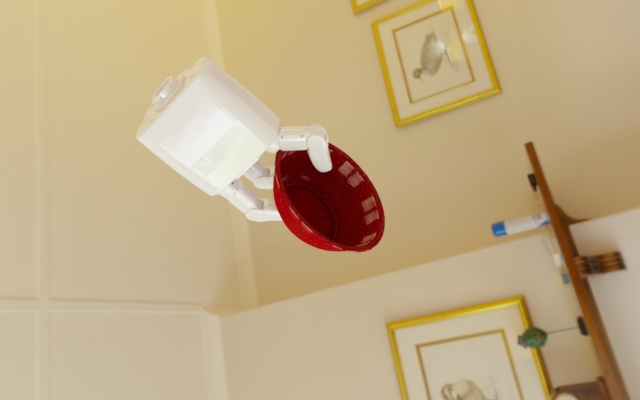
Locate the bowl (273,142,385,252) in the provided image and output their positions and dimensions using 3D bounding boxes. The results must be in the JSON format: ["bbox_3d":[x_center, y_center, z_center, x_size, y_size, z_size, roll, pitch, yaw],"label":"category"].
[{"bbox_3d":[0.001,0.003,0.572,0.162,0.162,0.055,0,-33,-44],"label":"bowl"}]
